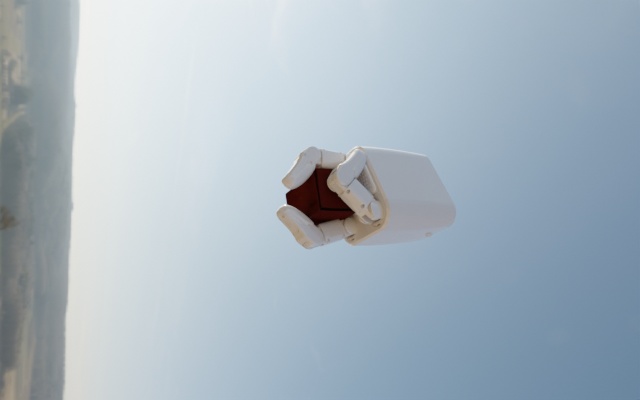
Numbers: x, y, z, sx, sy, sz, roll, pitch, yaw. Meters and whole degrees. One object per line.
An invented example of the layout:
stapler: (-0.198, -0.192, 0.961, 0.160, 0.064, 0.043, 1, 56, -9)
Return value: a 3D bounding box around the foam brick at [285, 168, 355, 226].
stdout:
foam brick: (0.000, 0.002, 0.564, 0.051, 0.053, 0.078, 1, -22, -30)
